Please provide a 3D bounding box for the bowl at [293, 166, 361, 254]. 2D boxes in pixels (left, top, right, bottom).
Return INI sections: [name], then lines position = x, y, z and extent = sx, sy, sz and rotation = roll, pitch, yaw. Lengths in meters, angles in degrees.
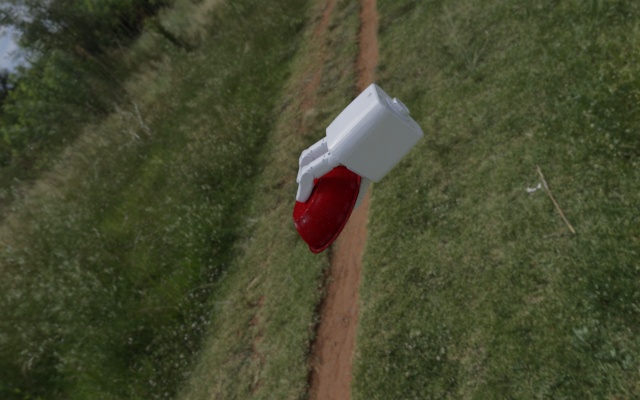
[bowl]
position = -0.001, 0.003, 0.780
extent = 0.055, 0.162, 0.162
rotation = 26, -8, -17
